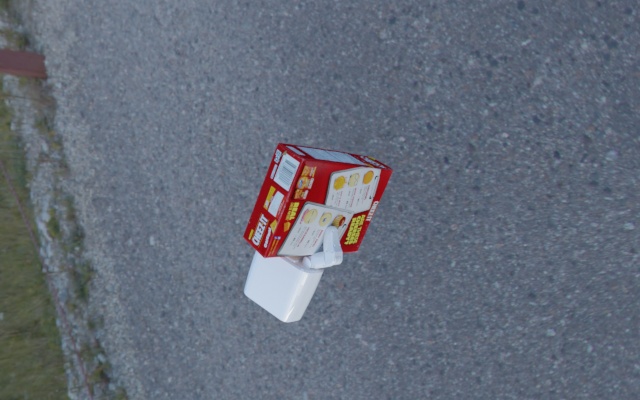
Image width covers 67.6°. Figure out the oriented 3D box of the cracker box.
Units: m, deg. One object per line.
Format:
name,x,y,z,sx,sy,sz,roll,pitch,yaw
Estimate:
cracker box,0.000,0.003,0.763,0.214,0.164,0.072,2,27,-47
